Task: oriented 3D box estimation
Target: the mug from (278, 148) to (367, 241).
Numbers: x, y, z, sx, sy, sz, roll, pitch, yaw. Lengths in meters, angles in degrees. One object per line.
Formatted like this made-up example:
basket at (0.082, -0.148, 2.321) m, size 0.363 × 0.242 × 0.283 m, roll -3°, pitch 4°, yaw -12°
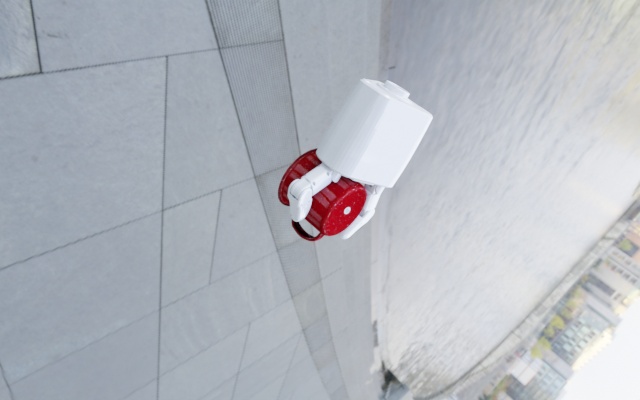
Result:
mug at (0.000, 0.003, 0.626) m, size 0.081 × 0.117 × 0.093 m, roll 41°, pitch 24°, yaw 27°
